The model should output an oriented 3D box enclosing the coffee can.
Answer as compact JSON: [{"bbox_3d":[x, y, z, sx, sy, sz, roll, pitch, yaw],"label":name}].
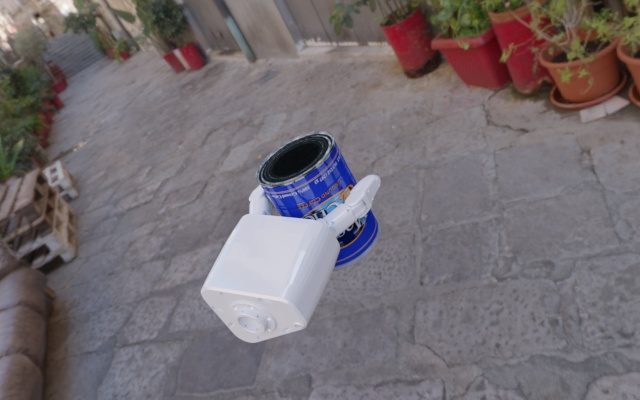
[{"bbox_3d":[0.000,0.002,0.585,0.103,0.140,0.102,-22,31,14],"label":"coffee can"}]
